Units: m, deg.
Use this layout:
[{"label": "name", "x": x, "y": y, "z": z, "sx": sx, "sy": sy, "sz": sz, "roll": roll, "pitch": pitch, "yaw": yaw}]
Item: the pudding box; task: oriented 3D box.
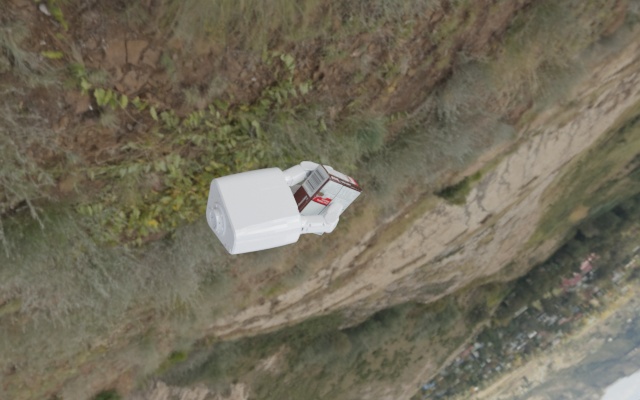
[{"label": "pudding box", "x": 0.000, "y": 0.003, "z": 0.782, "sx": 0.113, "sy": 0.039, "sz": 0.090, "roll": -47, "pitch": -37, "yaw": 20}]
